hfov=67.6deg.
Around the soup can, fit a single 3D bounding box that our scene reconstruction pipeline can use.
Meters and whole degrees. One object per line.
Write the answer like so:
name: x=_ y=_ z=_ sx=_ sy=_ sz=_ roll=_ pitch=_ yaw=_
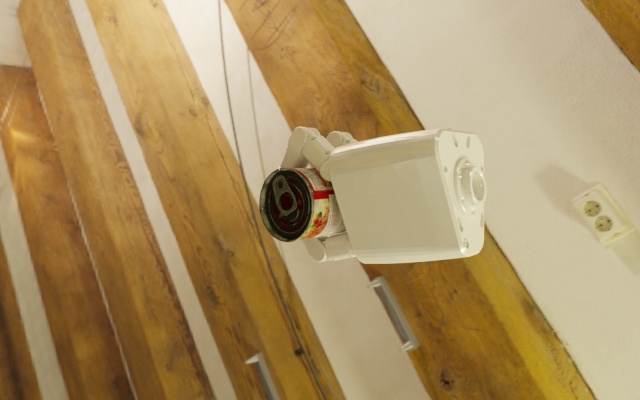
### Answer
soup can: x=0.000 y=0.002 z=0.470 sx=0.068 sy=0.068 sz=0.102 roll=0 pitch=3 yaw=41
